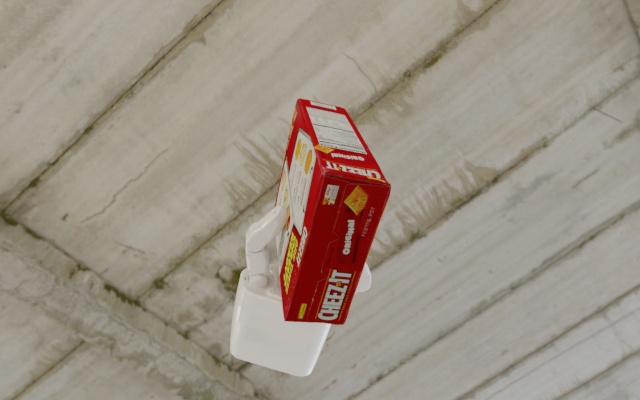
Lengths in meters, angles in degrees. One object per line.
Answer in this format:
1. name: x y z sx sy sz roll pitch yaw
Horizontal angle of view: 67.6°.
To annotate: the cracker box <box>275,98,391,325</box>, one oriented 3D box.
1. cracker box: 0.000 0.002 0.524 0.072 0.164 0.213 8 27 -14
